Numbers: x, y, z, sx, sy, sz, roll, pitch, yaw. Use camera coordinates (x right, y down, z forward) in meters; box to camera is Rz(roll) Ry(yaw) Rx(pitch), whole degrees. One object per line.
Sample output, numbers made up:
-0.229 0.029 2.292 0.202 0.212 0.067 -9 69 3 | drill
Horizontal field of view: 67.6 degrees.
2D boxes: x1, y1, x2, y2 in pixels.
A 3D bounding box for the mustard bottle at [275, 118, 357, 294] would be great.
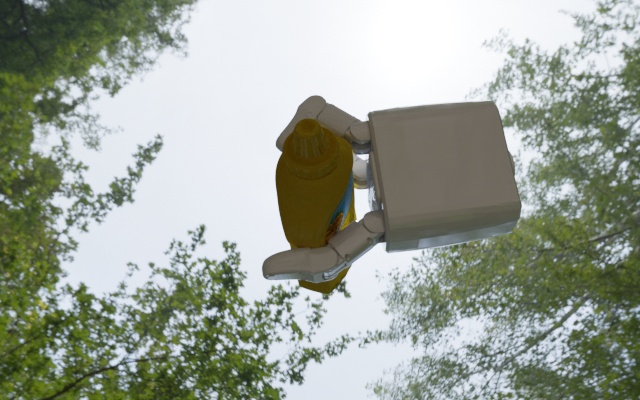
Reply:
0.000 0.001 0.401 0.058 0.096 0.192 14 -29 13 | mustard bottle
